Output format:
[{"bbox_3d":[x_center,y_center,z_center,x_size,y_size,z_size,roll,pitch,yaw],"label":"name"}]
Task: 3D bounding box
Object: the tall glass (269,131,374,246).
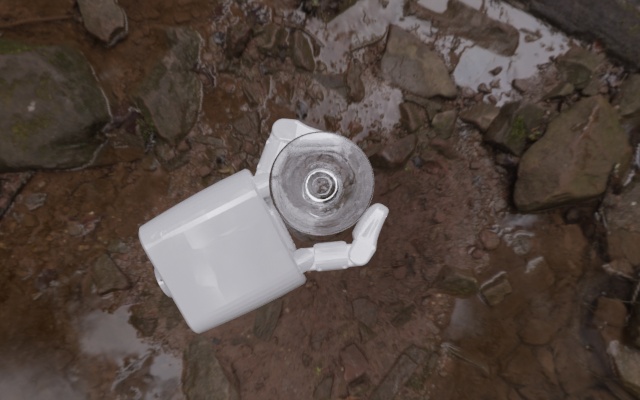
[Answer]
[{"bbox_3d":[0.000,0.001,0.432,0.079,0.079,0.201,0,-8,0],"label":"tall glass"}]
